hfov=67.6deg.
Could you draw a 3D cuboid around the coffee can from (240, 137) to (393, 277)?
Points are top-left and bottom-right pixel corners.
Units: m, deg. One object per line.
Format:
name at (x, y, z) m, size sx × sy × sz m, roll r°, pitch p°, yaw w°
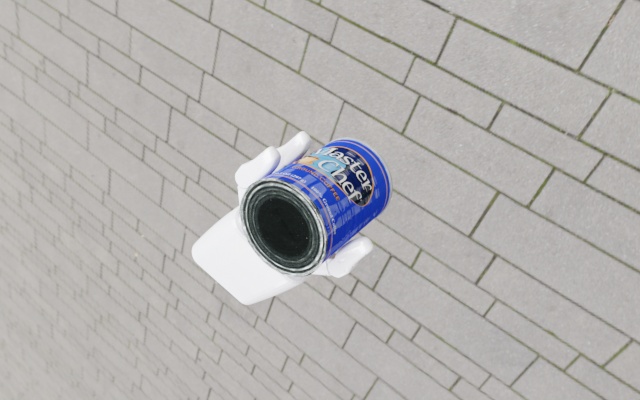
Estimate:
coffee can at (0.000, 0.002, 0.502) m, size 0.103 × 0.103 × 0.140 m, roll 0°, pitch 22°, yaw 36°
